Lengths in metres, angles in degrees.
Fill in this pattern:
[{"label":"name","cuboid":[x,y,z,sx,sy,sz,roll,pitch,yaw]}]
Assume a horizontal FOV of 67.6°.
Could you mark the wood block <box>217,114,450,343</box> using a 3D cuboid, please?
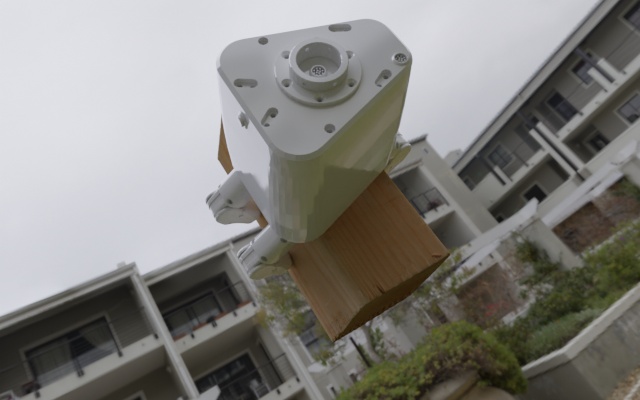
[{"label":"wood block","cuboid":[0.000,0.001,0.414,0.091,0.206,0.090,-23,-24,-27]}]
